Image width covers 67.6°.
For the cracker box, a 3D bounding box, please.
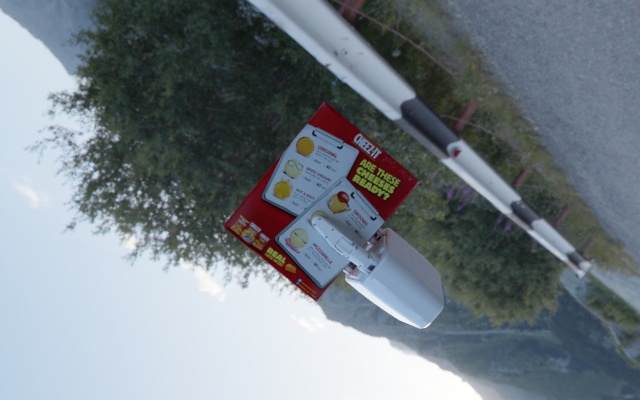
[{"bbox_3d":[0.000,0.002,0.654,0.164,0.214,0.072,39,5,-4],"label":"cracker box"}]
